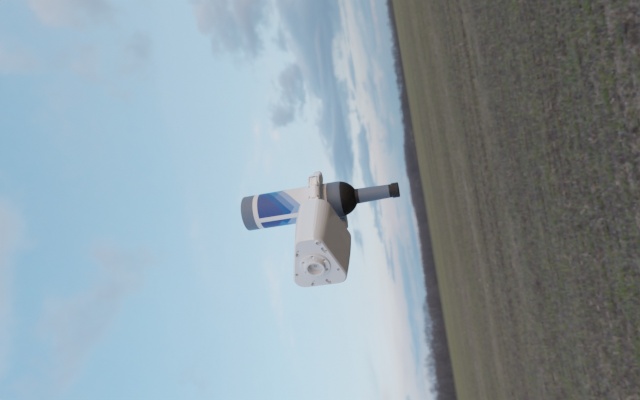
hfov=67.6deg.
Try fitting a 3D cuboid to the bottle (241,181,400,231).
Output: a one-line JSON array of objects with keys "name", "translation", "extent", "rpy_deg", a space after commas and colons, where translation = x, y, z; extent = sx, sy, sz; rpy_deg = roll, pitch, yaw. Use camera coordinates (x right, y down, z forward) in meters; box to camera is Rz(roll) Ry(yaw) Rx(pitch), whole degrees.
[{"name": "bottle", "translation": [0.000, 0.003, 0.895], "extent": [0.296, 0.069, 0.069], "rpy_deg": [-9, -2, 12]}]
